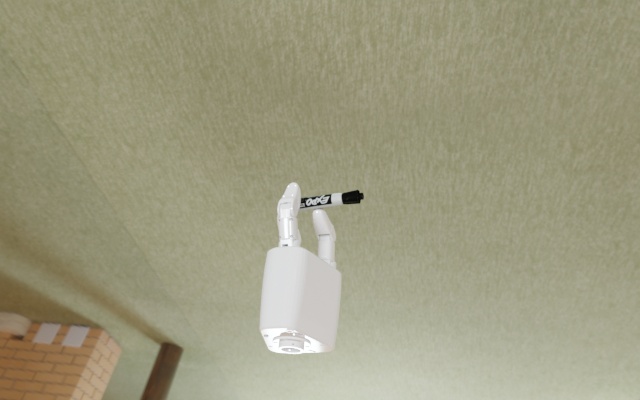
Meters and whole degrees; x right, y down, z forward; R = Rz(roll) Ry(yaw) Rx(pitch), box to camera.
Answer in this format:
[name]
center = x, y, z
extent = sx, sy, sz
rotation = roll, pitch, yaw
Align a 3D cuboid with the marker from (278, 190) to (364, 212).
[marker]
center = 0.000, 0.002, 0.652
extent = 0.121, 0.020, 0.020
rotation = -8, -3, 19
